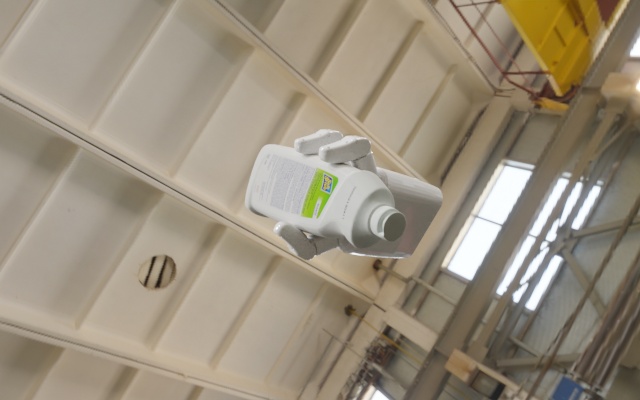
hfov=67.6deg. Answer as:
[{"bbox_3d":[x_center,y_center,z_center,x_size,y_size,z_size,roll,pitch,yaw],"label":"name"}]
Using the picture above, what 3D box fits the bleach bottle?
[{"bbox_3d":[0.000,0.002,0.547,0.068,0.102,0.250,11,8,-35],"label":"bleach bottle"}]
